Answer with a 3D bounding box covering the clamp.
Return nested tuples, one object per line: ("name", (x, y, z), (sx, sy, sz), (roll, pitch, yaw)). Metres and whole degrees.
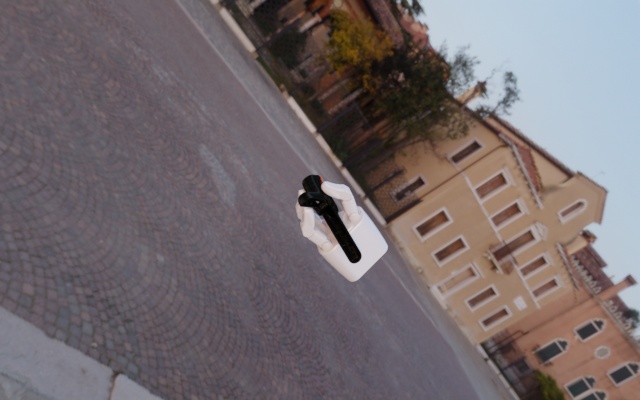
("clamp", (0.001, 0.002, 0.861), (0.036, 0.165, 0.209), (-35, 34, 9))
